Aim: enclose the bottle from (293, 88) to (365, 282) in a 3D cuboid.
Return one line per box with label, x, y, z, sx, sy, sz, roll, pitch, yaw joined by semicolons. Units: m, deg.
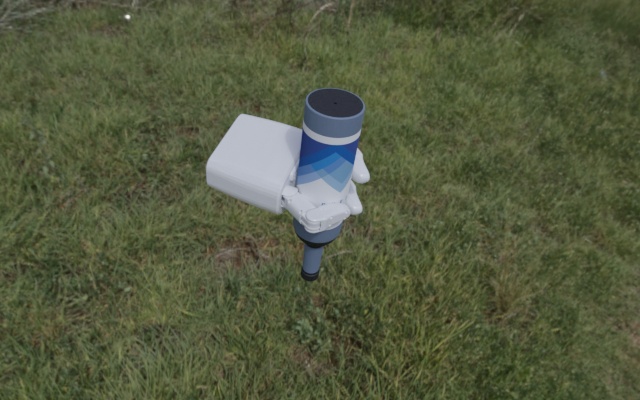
bottle;0.000;0.002;0.621;0.069;0.296;0.069;5;41;-4
